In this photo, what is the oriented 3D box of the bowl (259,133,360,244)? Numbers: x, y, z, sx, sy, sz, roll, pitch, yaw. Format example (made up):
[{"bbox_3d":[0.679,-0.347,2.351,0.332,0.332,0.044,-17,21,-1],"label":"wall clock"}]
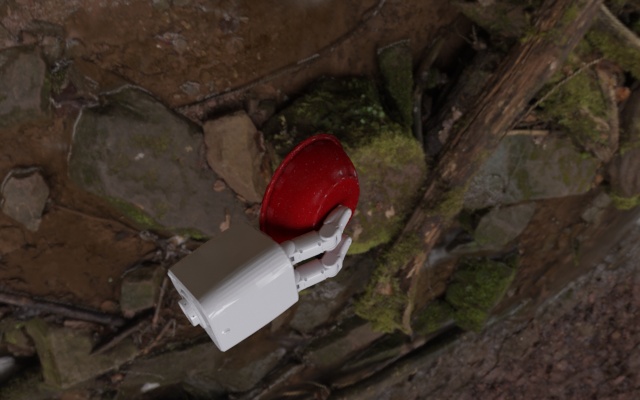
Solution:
[{"bbox_3d":[0.001,0.001,0.590,0.055,0.162,0.162,29,15,29],"label":"bowl"}]
